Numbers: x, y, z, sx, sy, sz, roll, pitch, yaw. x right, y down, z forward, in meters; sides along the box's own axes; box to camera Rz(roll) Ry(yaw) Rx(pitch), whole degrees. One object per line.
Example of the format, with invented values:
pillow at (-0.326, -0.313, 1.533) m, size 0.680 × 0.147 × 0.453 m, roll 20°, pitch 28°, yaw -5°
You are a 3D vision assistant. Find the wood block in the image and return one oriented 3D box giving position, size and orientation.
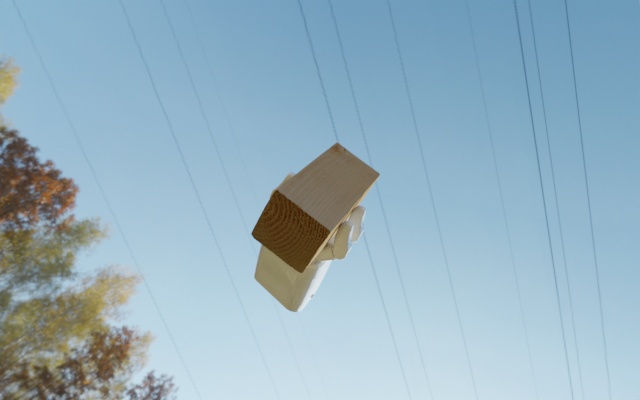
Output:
wood block at (0.000, 0.002, 0.703) m, size 0.091 × 0.090 × 0.206 m, roll 36°, pitch 33°, yaw 6°
